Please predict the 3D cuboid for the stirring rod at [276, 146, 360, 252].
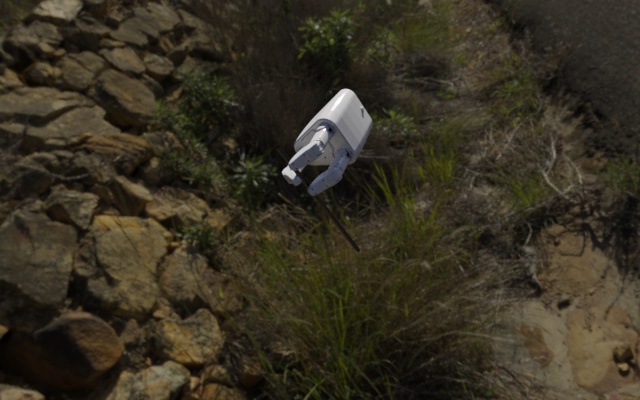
[{"bbox_3d":[0.000,0.003,0.801,0.011,0.240,0.011,-30,25,16],"label":"stirring rod"}]
